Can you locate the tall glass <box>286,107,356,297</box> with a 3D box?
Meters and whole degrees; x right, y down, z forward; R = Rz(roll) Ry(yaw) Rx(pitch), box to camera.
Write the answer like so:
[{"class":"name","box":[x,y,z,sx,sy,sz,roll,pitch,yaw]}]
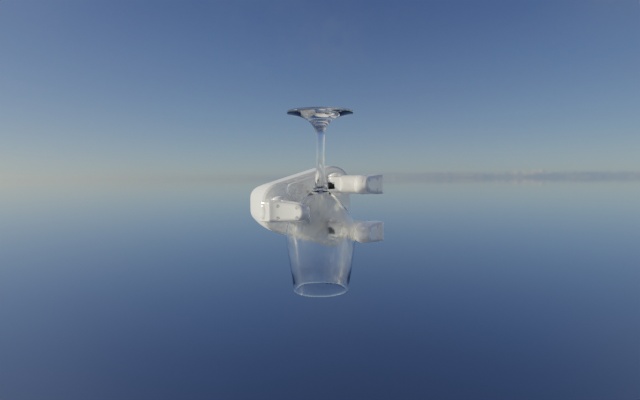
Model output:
[{"class":"tall glass","box":[0.000,0.001,0.532,0.079,0.201,0.079,0,3,0]}]
